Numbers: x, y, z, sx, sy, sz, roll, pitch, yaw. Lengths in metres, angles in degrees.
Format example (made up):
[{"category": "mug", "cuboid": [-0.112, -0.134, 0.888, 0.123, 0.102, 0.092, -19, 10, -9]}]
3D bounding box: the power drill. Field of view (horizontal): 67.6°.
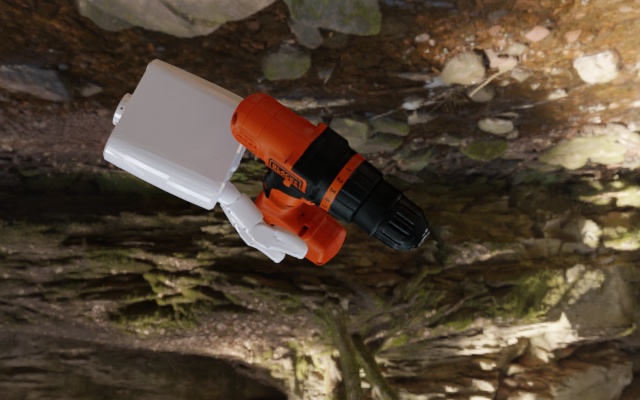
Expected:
[{"category": "power drill", "cuboid": [0.000, 0.002, 0.448, 0.184, 0.057, 0.188, 38, -22, 8]}]
